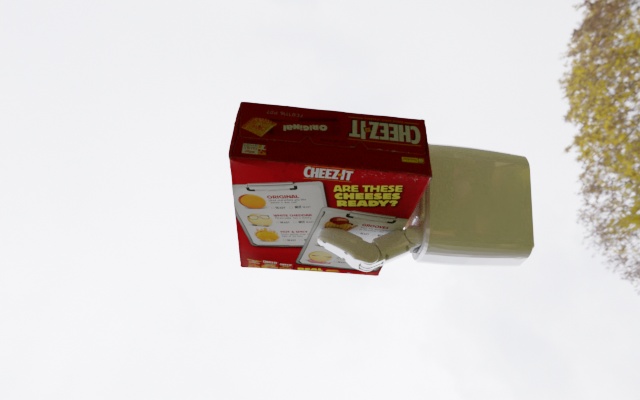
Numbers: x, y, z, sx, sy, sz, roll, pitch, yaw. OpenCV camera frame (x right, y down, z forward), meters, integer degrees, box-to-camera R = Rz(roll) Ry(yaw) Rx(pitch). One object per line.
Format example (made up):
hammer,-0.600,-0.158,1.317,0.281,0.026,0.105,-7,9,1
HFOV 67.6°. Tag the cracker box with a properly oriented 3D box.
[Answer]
cracker box,0.000,0.002,0.479,0.164,0.072,0.214,5,-32,-4
